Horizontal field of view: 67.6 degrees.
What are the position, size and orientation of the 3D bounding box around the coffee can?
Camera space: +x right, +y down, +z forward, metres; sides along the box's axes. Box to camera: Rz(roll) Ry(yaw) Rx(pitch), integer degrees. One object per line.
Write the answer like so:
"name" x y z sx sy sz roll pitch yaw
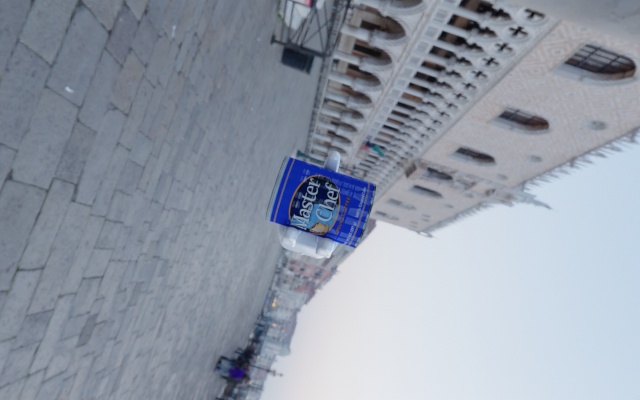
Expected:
"coffee can" 0.000 0.002 0.713 0.140 0.103 0.103 18 -1 -2
